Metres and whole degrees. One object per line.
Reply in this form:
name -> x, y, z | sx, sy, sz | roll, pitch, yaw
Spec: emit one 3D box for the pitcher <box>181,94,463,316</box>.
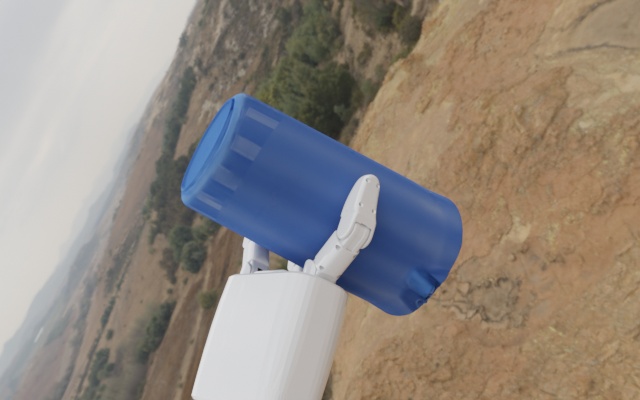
pitcher -> 0.000, 0.002, 0.456 | 0.243, 0.145, 0.149 | 28, -28, -23
